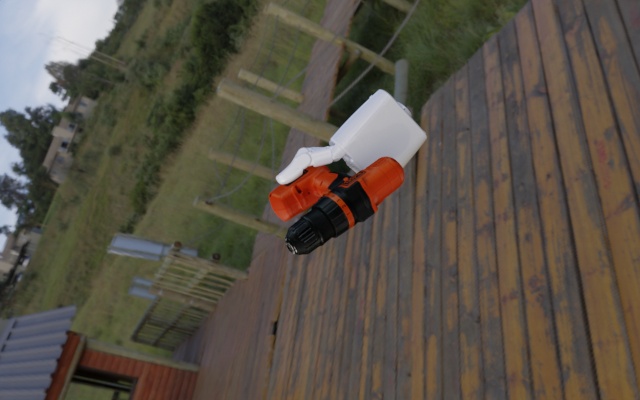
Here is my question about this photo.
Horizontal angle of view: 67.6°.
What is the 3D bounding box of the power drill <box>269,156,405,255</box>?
[{"bbox_3d":[0.000,0.002,0.657,0.184,0.057,0.187,-34,21,-22],"label":"power drill"}]
